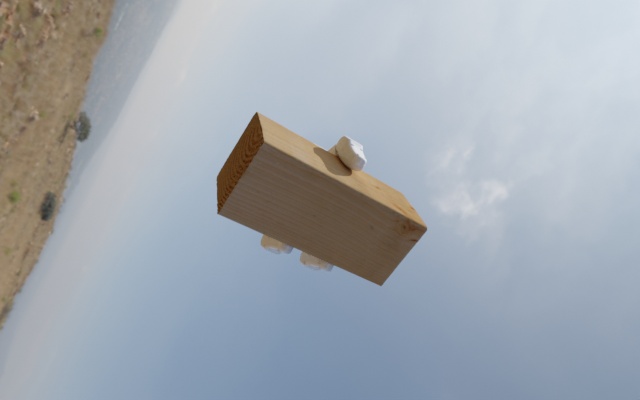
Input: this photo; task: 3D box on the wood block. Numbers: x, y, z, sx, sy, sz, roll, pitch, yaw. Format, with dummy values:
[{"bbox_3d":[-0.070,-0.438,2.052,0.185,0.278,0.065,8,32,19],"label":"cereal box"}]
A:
[{"bbox_3d":[0.000,0.001,0.523,0.206,0.091,0.090,26,20,-24],"label":"wood block"}]
